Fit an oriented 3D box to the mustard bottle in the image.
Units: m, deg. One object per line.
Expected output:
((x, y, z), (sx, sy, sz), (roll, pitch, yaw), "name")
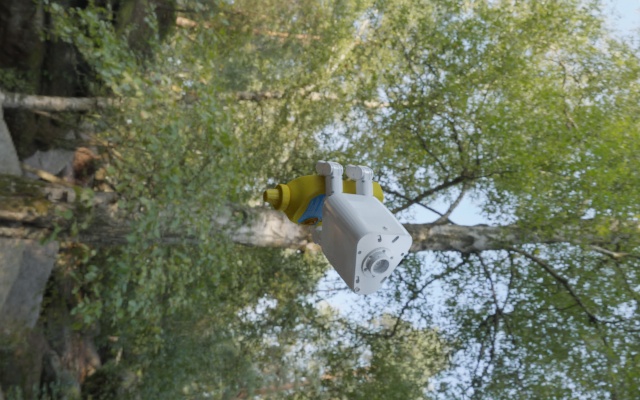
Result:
((0.000, 0.002, 0.765), (0.191, 0.058, 0.096), (6, -40, -28), "mustard bottle")
